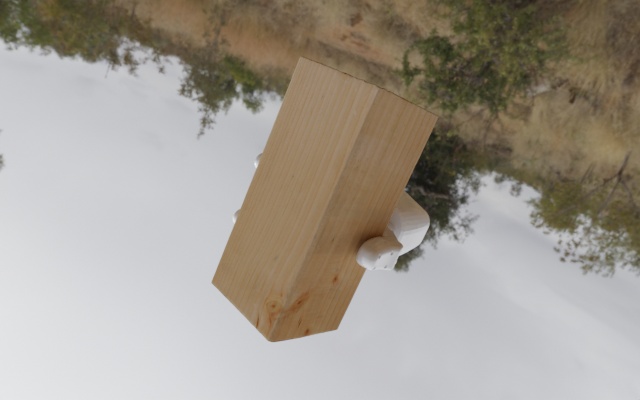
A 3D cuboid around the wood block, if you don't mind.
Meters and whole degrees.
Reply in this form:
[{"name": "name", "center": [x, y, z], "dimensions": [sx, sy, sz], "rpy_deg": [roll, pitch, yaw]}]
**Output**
[{"name": "wood block", "center": [0.000, 0.002, 0.400], "dimensions": [0.090, 0.206, 0.090], "rpy_deg": [33, 16, 37]}]
